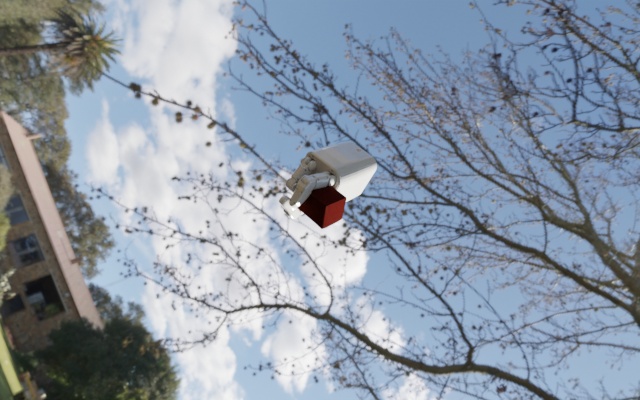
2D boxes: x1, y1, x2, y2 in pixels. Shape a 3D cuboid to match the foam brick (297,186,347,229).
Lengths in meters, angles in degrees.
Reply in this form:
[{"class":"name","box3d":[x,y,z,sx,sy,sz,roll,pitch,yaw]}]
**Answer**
[{"class":"foam brick","box3d":[0.000,0.003,0.853,0.051,0.053,0.078,-21,47,-37]}]
